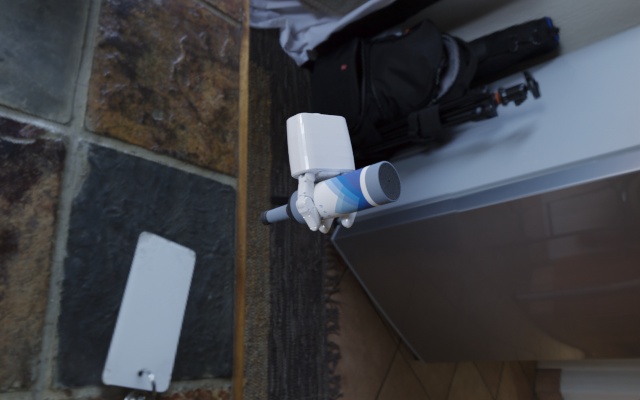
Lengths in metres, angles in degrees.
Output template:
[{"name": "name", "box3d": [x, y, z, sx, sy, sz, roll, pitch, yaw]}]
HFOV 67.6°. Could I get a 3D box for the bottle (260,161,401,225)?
[{"name": "bottle", "box3d": [0.000, 0.003, 0.845, 0.296, 0.069, 0.069, -17, -11, 39]}]
